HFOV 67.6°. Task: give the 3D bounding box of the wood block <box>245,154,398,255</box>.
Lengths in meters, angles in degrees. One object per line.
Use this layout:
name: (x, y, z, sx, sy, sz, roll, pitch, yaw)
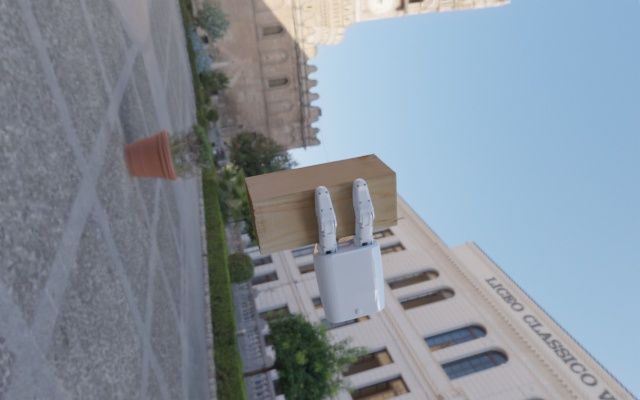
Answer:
wood block: (0.000, 0.003, 0.709, 0.206, 0.090, 0.090, -12, 26, -11)
